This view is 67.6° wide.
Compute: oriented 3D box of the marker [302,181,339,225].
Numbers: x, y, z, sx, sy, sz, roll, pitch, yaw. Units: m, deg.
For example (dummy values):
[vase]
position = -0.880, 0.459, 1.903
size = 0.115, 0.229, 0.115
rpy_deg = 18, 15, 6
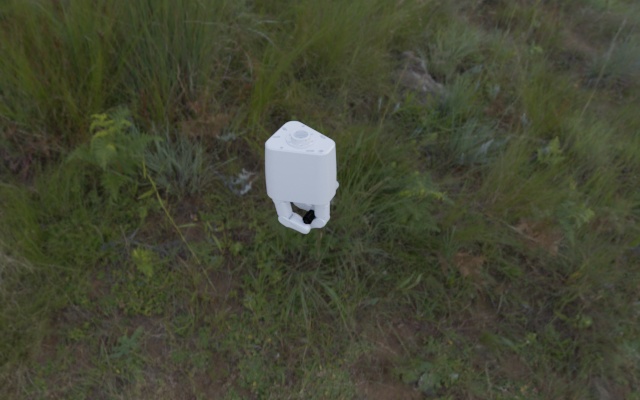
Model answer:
[marker]
position = 0.000, 0.003, 0.881
size = 0.020, 0.020, 0.121
rpy_deg = 0, 36, 34
